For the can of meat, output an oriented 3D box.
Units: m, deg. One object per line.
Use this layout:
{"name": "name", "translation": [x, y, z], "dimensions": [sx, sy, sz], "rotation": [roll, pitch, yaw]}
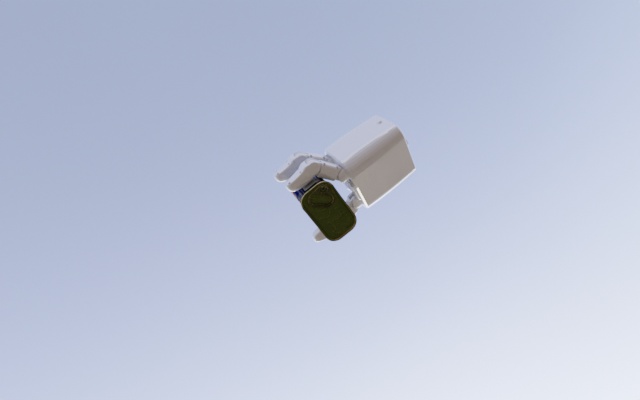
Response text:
{"name": "can of meat", "translation": [0.000, 0.002, 0.751], "dimensions": [0.057, 0.102, 0.084], "rotation": [-39, 30, -2]}
